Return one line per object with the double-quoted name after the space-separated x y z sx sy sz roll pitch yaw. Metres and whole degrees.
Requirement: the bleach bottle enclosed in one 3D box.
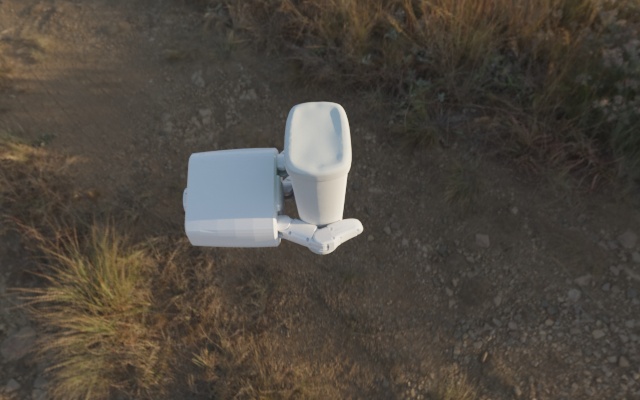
0.000 0.002 0.586 0.068 0.102 0.251 -1 -34 1 "bleach bottle"
